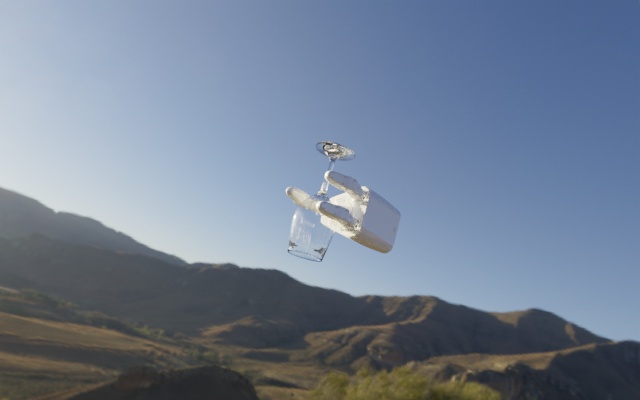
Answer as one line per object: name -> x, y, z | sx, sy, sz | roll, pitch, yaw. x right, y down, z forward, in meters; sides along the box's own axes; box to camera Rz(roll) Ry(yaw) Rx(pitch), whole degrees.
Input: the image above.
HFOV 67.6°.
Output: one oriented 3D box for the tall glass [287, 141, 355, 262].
tall glass -> 0.000, 0.002, 0.836 | 0.079, 0.201, 0.079 | 15, -15, 4
